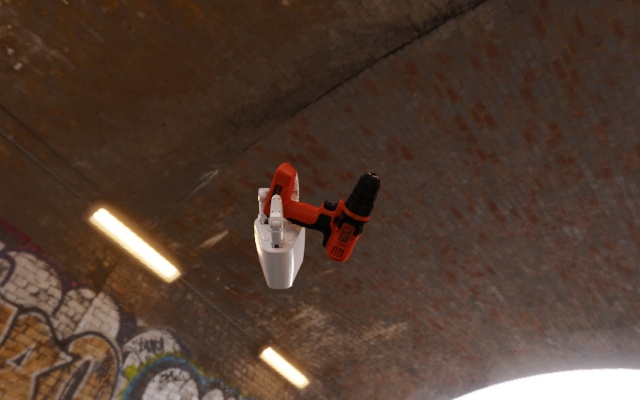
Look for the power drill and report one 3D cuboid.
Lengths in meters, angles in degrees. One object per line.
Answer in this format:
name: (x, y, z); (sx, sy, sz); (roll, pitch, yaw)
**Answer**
power drill: (0.000, 0.003, 0.875); (0.187, 0.184, 0.057); (26, 22, 8)
